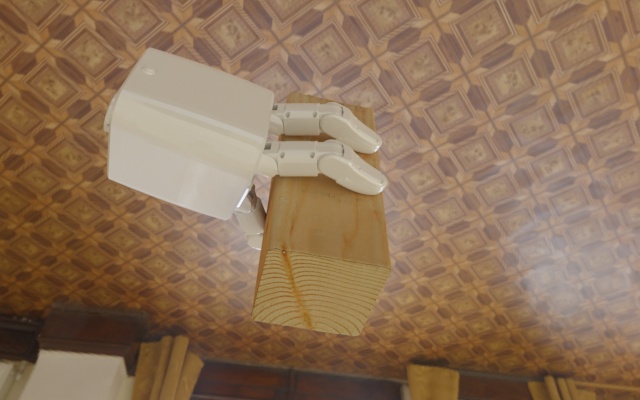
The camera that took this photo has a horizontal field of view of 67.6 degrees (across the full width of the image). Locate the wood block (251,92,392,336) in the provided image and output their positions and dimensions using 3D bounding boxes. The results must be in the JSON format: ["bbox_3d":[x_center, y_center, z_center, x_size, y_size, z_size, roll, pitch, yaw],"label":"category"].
[{"bbox_3d":[0.000,0.002,0.426,0.090,0.091,0.206,11,42,-8],"label":"wood block"}]
